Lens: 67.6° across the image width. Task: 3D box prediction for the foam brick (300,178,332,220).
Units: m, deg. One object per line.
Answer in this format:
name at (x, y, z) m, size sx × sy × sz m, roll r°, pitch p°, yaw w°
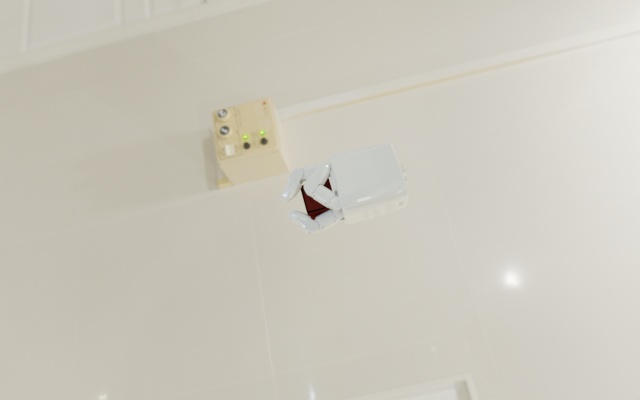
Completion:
foam brick at (0.000, 0.003, 0.825) m, size 0.051 × 0.053 × 0.078 m, roll -16°, pitch -17°, yaw 2°
